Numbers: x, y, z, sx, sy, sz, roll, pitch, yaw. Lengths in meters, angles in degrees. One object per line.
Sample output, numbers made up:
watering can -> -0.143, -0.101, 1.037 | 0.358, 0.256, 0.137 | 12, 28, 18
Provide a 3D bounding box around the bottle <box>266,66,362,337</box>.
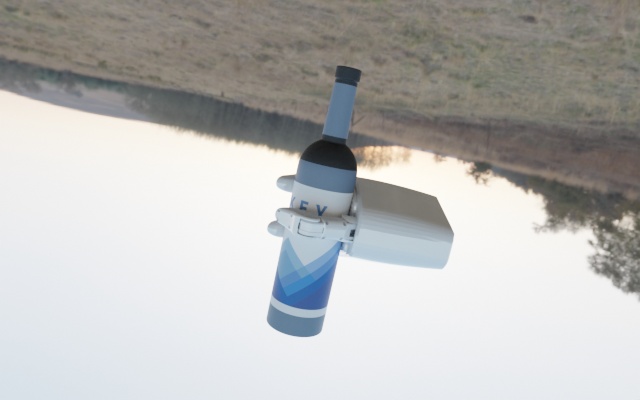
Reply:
bottle -> 0.000, 0.002, 0.531 | 0.069, 0.296, 0.069 | 12, 10, -2
